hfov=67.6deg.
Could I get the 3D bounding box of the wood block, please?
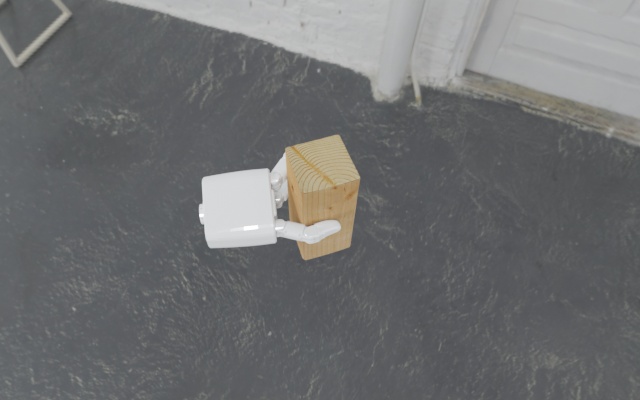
[{"bbox_3d":[0.000,0.003,0.781,0.090,0.090,0.206,-15,-32,-11],"label":"wood block"}]
